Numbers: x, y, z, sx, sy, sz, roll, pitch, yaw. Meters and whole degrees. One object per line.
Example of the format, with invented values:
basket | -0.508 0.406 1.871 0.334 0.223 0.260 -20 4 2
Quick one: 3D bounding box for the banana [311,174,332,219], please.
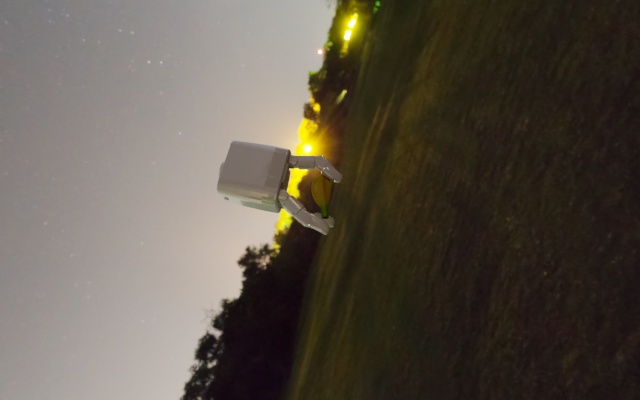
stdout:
banana | 0.002 -0.015 0.887 0.037 0.069 0.198 6 7 1
